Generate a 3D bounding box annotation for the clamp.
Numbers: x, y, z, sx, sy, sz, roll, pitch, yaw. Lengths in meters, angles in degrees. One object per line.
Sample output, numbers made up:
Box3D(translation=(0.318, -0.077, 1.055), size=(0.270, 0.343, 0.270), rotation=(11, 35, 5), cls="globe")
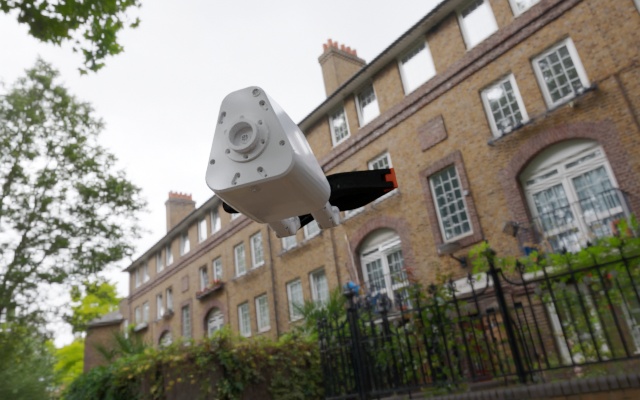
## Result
Box3D(translation=(0.000, 0.001, 0.631), size=(0.210, 0.036, 0.164), rotation=(-14, -19, 13), cls="clamp")
